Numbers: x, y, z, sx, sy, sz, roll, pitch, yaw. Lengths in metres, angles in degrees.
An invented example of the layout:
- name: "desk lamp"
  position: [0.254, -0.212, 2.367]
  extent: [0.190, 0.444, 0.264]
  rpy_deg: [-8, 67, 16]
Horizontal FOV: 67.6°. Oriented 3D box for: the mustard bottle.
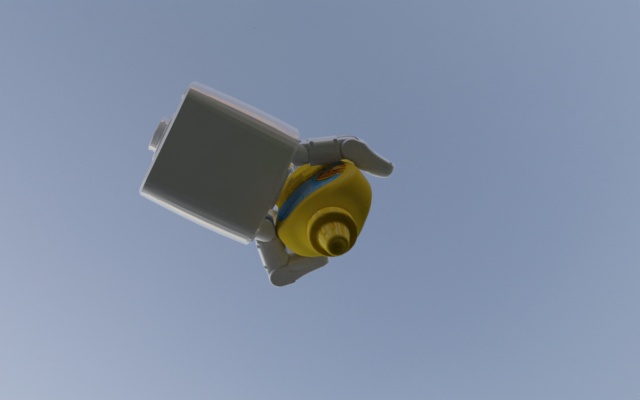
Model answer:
- name: "mustard bottle"
  position: [0.000, 0.002, 0.452]
  extent: [0.096, 0.058, 0.191]
  rpy_deg: [-37, 20, 6]
